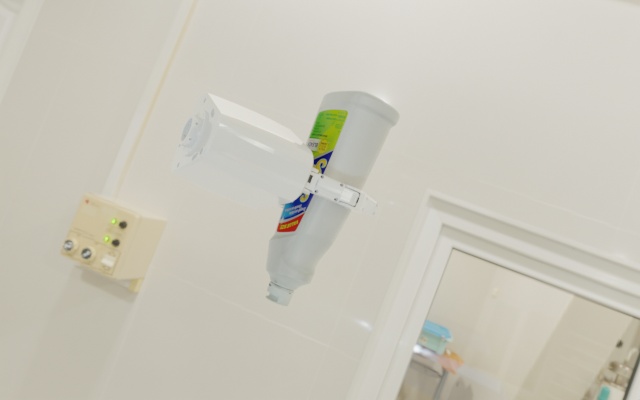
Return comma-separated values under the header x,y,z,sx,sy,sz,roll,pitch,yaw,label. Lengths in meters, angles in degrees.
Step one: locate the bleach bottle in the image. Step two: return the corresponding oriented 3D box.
x,y,z,sx,sy,sz,roll,pitch,yaw,label
0.000,0.002,0.551,0.068,0.251,0.102,23,-3,-32,bleach bottle
